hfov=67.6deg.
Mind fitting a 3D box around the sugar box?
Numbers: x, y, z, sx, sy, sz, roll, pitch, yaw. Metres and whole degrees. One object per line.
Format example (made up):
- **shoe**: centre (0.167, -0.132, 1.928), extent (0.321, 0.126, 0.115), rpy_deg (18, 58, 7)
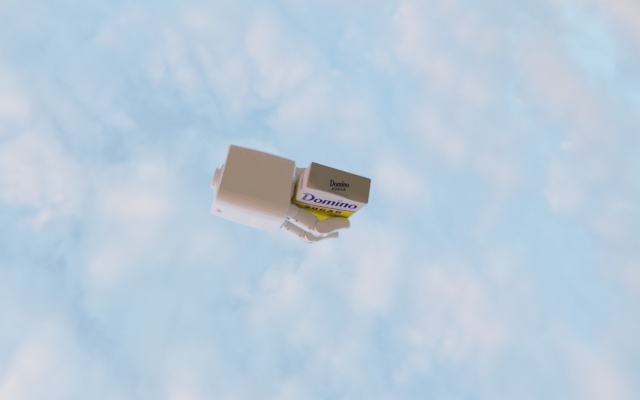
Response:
- **sugar box**: centre (0.000, 0.003, 0.733), extent (0.093, 0.048, 0.176), rpy_deg (15, -20, -13)
